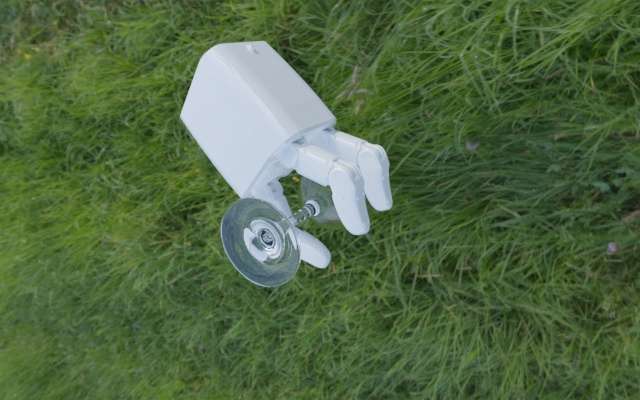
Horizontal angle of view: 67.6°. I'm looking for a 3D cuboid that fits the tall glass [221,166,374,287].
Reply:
[{"bbox_3d":[0.000,0.002,0.446,0.079,0.079,0.201,0,18,30],"label":"tall glass"}]
